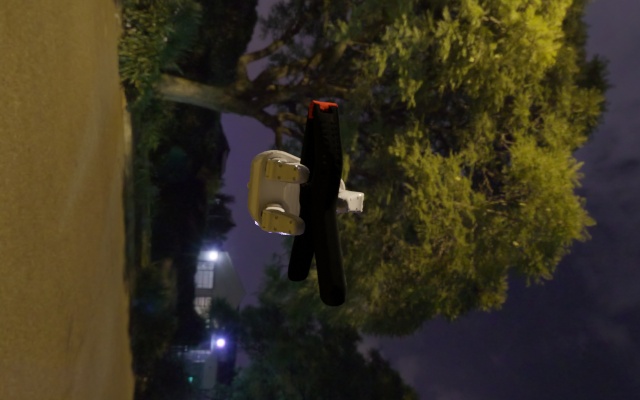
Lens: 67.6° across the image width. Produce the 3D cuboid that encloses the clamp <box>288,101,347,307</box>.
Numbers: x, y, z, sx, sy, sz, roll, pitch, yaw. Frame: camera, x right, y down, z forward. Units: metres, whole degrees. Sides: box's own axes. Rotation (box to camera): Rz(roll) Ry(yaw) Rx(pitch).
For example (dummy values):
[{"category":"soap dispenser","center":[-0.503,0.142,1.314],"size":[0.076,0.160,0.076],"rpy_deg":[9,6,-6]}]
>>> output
[{"category":"clamp","center":[0.001,0.001,0.498],"size":[0.036,0.210,0.164],"rpy_deg":[4,5,-17]}]
